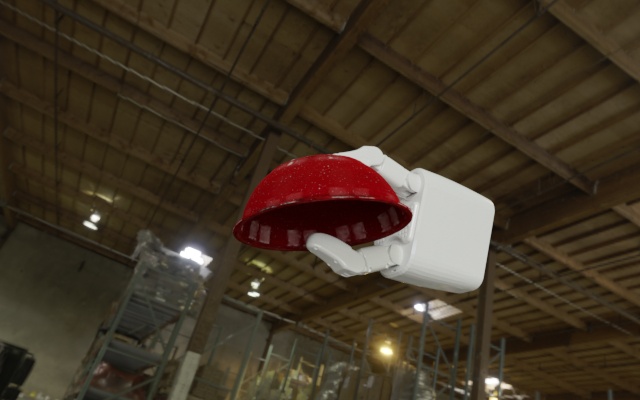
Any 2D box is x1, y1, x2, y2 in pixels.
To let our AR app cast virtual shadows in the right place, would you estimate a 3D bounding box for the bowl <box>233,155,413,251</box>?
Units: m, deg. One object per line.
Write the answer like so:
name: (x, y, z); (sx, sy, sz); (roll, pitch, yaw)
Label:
bowl: (-0.001, 0.001, 0.439); (0.162, 0.055, 0.162); (-5, -19, -2)
